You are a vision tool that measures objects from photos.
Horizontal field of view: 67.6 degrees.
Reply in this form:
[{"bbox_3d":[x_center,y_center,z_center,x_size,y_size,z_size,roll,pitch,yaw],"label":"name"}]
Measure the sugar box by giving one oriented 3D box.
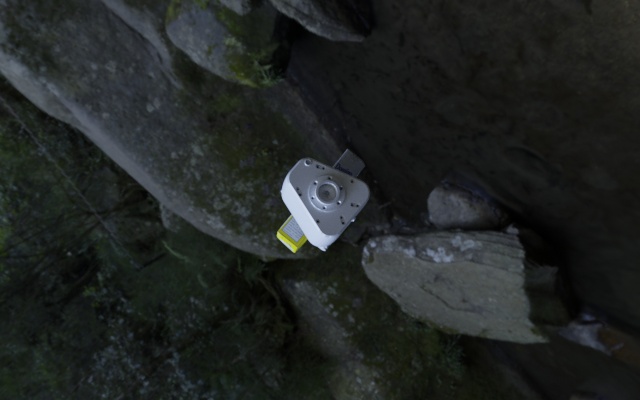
[{"bbox_3d":[0.000,0.003,0.784,0.048,0.176,0.093,41,-11,2],"label":"sugar box"}]
